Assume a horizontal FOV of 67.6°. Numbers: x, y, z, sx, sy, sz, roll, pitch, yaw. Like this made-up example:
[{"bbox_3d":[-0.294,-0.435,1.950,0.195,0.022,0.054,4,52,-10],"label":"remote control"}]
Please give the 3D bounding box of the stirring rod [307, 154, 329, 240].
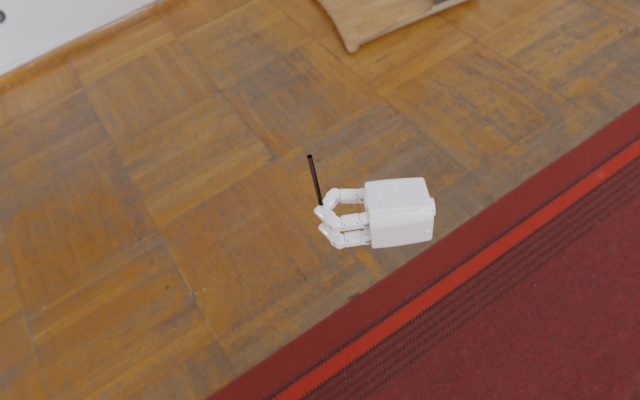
[{"bbox_3d":[0.000,0.003,0.815,0.011,0.011,0.240,0,-35,10],"label":"stirring rod"}]
